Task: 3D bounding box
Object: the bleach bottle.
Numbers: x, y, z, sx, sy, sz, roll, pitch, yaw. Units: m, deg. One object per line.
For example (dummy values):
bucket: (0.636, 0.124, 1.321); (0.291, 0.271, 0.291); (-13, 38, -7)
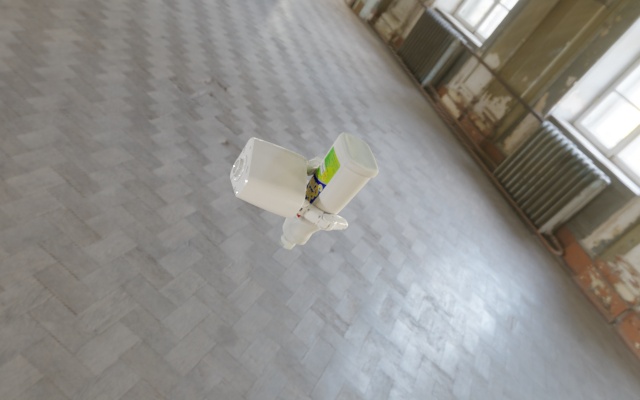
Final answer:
bleach bottle: (0.000, 0.003, 0.859); (0.068, 0.251, 0.102); (21, 33, -26)
